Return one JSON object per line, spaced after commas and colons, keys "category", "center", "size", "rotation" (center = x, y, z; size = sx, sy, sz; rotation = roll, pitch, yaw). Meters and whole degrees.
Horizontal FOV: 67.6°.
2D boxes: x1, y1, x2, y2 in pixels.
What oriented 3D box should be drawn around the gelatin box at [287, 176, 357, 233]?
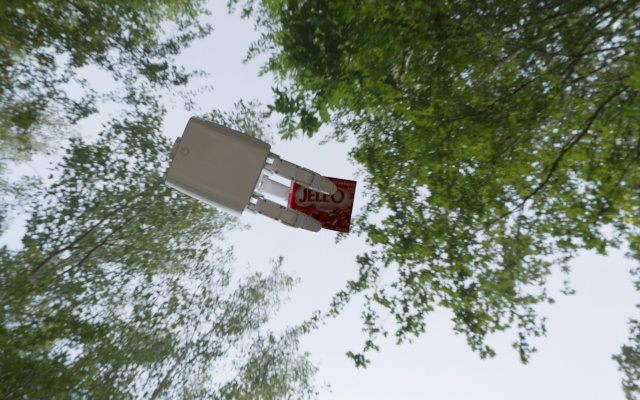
{"category": "gelatin box", "center": [0.000, 0.002, 0.650], "size": [0.089, 0.073, 0.030], "rotation": [9, 2, -14]}
